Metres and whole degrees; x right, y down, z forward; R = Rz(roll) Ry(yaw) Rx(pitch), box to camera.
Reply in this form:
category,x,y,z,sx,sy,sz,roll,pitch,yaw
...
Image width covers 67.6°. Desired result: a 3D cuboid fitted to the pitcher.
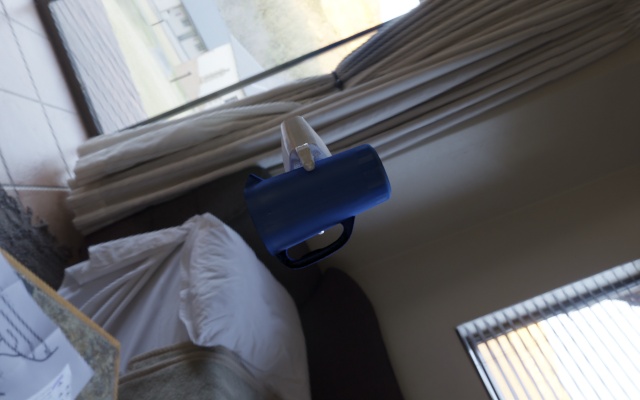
category,x,y,z,sx,sy,sz,roll,pitch,yaw
pitcher,0.000,0.003,0.846,0.243,0.149,0.145,-23,43,1
